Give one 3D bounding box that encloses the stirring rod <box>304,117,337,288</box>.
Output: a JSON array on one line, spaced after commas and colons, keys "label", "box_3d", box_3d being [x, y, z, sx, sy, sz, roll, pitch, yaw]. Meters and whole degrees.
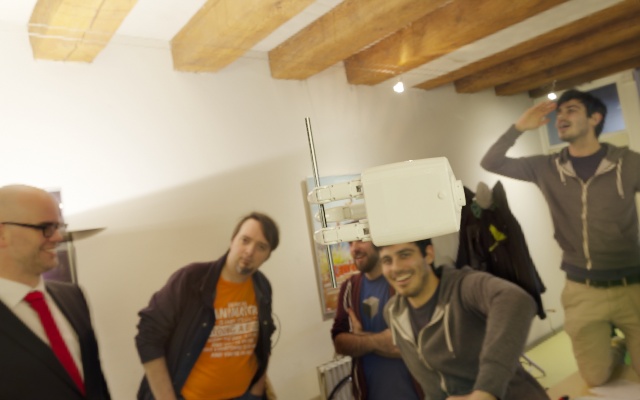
[{"label": "stirring rod", "box_3d": [0.000, 0.002, 0.668, 0.011, 0.239, 0.011, -9, -3, 0]}]
